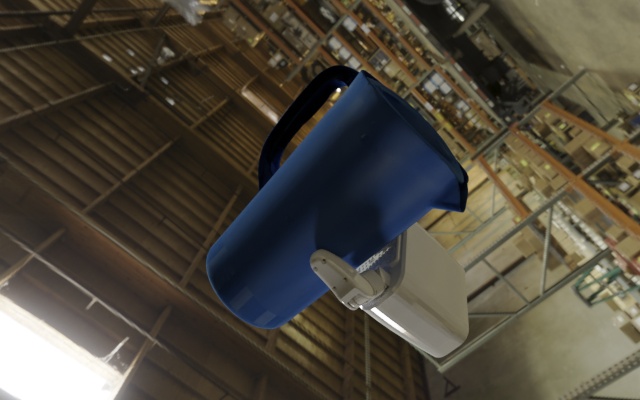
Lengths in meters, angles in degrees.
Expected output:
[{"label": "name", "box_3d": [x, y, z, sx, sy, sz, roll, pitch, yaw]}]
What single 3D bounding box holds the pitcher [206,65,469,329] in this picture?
[{"label": "pitcher", "box_3d": [0.000, 0.002, 0.452, 0.145, 0.243, 0.149, 39, 20, -21]}]
